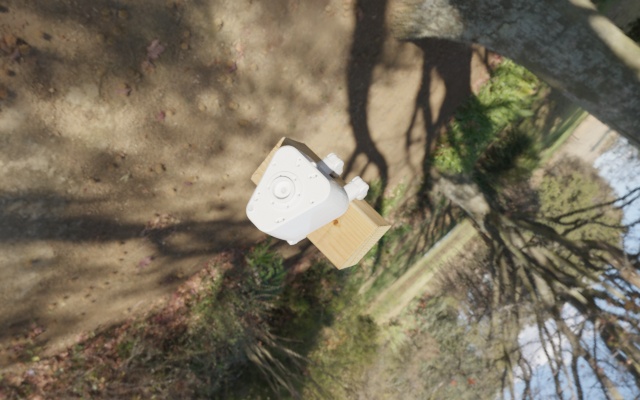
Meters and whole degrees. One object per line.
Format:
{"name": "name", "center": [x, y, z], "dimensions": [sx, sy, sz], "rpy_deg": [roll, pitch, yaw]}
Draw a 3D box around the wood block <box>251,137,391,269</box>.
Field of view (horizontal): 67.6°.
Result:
{"name": "wood block", "center": [0.000, 0.003, 0.765], "dimensions": [0.206, 0.091, 0.090], "rpy_deg": [45, 14, 17]}
